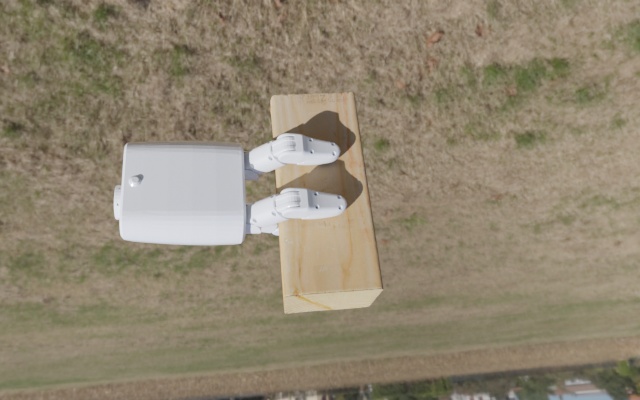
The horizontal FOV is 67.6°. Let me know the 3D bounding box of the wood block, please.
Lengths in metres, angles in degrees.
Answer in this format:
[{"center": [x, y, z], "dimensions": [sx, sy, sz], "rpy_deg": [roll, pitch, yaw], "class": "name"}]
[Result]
[{"center": [0.000, 0.002, 0.490], "dimensions": [0.090, 0.206, 0.091], "rpy_deg": [-4, -22, -6], "class": "wood block"}]
